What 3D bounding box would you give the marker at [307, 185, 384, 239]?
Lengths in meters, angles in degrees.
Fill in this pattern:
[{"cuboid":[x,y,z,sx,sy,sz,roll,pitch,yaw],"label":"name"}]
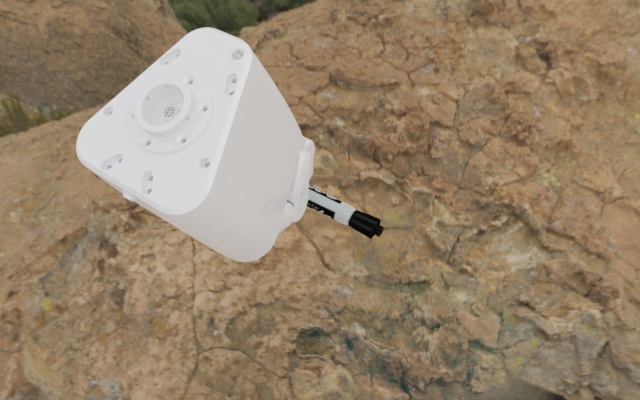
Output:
[{"cuboid":[0.000,0.001,0.421,0.121,0.020,0.020,26,9,19],"label":"marker"}]
